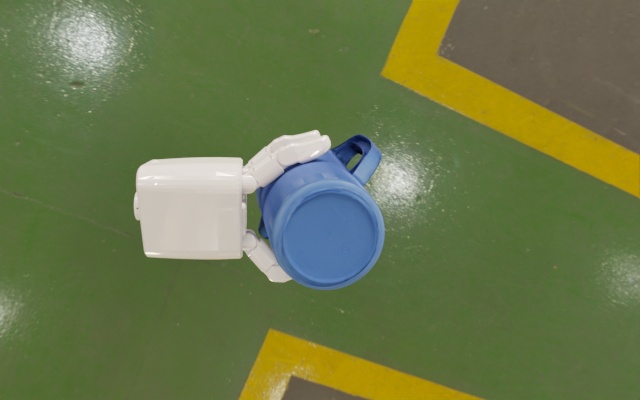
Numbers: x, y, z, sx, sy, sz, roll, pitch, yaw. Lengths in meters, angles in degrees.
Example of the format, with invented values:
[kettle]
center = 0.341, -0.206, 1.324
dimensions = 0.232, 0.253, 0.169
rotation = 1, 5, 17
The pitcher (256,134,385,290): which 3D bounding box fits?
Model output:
[pitcher]
center = 0.000, 0.002, 0.551
dimensions = 0.145, 0.149, 0.242
rotation = 1, 12, -8
